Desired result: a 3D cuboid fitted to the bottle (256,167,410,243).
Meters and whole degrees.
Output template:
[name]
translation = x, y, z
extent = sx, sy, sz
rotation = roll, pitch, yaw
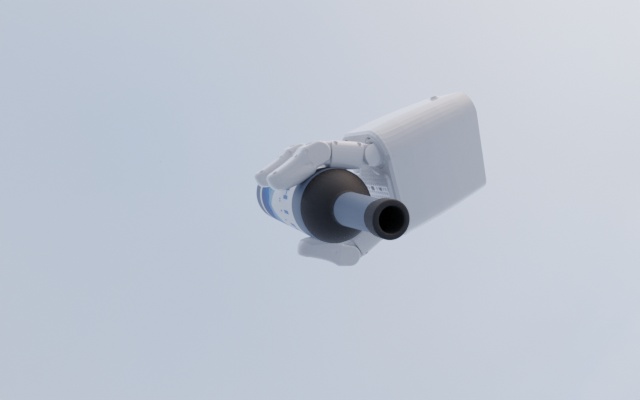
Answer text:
[bottle]
translation = 0.000, 0.002, 0.451
extent = 0.069, 0.069, 0.295
rotation = 0, 4, -19
